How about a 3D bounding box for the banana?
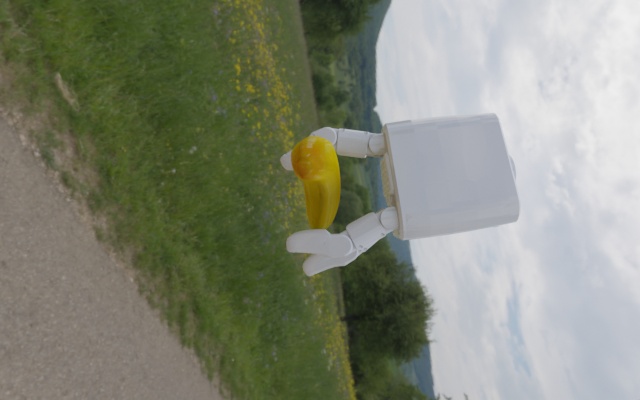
[{"bbox_3d":[-0.001,-0.014,0.429,0.037,0.069,0.198,-4,-24,3],"label":"banana"}]
